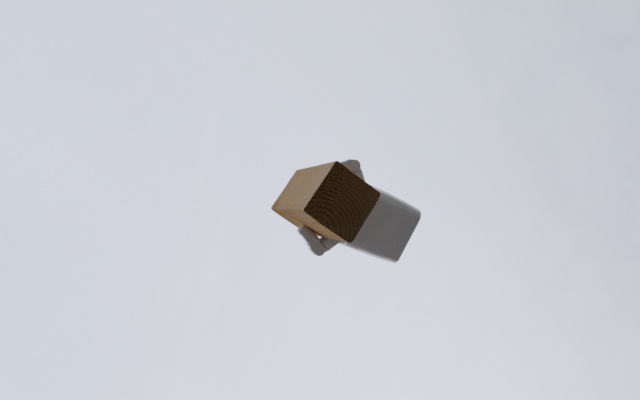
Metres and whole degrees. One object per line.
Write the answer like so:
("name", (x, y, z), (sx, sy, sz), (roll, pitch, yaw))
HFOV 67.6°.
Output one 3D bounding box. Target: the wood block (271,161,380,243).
("wood block", (0.000, 0.003, 0.783), (0.090, 0.091, 0.206), (35, -11, -15))
